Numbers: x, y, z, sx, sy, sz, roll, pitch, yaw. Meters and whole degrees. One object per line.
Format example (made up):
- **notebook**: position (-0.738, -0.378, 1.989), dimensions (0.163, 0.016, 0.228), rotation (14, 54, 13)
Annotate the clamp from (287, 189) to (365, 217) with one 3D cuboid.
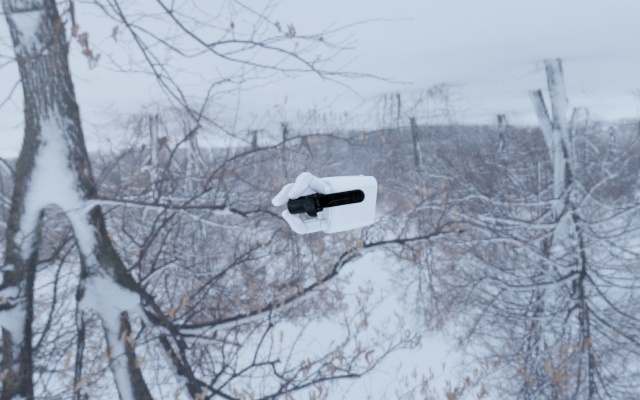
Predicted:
- **clamp**: position (0.000, 0.004, 0.888), dimensions (0.120, 0.039, 0.171), rotation (-9, 7, -25)
